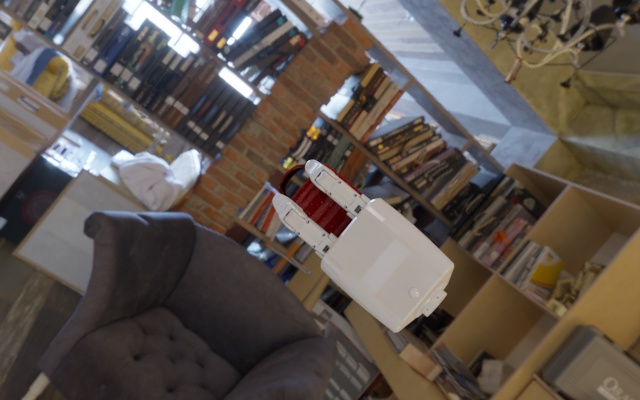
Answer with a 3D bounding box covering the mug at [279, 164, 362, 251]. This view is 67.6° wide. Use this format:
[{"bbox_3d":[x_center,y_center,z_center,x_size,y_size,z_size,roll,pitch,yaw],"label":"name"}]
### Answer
[{"bbox_3d":[-0.001,0.001,0.588,0.117,0.081,0.093,42,5,19],"label":"mug"}]
